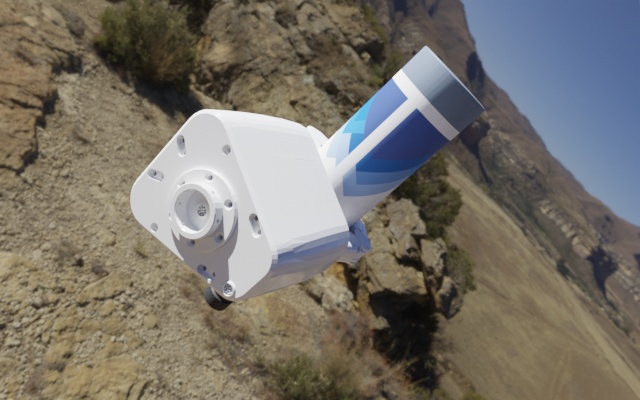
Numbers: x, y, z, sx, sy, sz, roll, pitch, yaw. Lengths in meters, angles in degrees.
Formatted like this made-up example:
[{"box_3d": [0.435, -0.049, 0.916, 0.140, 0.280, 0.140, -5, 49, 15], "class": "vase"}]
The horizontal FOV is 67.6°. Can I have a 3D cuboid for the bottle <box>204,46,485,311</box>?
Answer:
[{"box_3d": [0.000, 0.001, 0.410, 0.296, 0.069, 0.069, -43, -17, 20], "class": "bottle"}]
